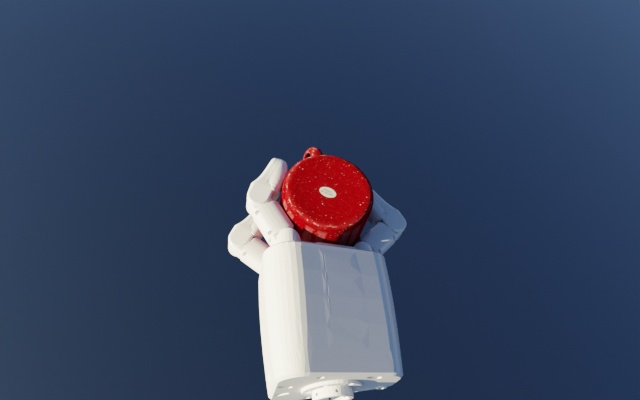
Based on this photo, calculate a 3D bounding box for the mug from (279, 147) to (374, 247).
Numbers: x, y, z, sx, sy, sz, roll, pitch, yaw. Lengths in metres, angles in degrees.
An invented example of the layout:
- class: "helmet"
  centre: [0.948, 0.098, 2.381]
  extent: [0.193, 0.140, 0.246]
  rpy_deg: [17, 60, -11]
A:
- class: "mug"
  centre: [0.000, 0.000, 0.455]
  extent: [0.093, 0.117, 0.081]
  rpy_deg: [-1, -32, -12]
